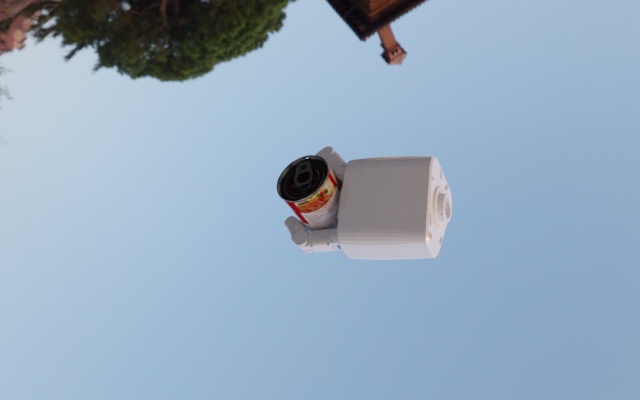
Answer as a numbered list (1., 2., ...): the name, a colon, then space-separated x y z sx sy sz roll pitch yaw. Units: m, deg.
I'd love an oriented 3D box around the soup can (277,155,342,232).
1. soup can: 0.000 0.002 0.589 0.068 0.068 0.102 0 -35 31
